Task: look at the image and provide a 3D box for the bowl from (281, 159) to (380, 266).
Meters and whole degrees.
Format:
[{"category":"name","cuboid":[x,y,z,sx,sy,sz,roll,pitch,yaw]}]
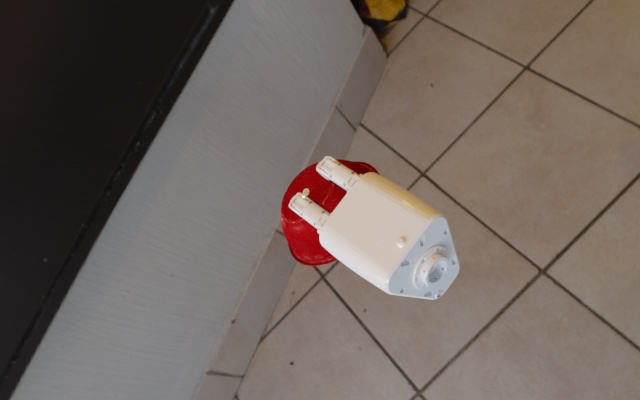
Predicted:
[{"category":"bowl","cuboid":[-0.001,0.002,0.625,0.162,0.162,0.055,0,-31,49]}]
